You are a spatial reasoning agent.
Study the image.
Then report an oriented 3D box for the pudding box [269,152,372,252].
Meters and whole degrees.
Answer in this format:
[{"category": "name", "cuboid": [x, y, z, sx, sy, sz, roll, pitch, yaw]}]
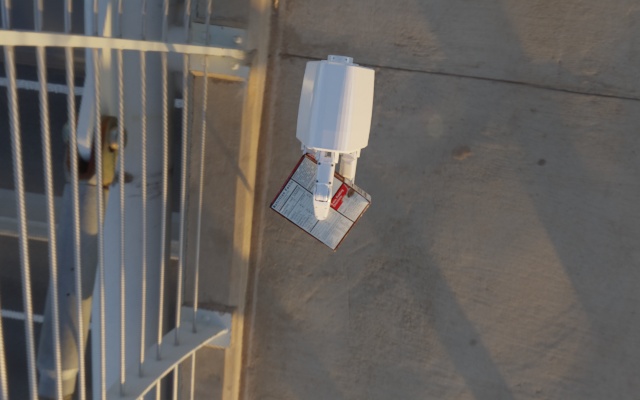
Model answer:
[{"category": "pudding box", "cuboid": [0.000, 0.002, 0.658, 0.113, 0.090, 0.039, 35, 12, -3]}]
